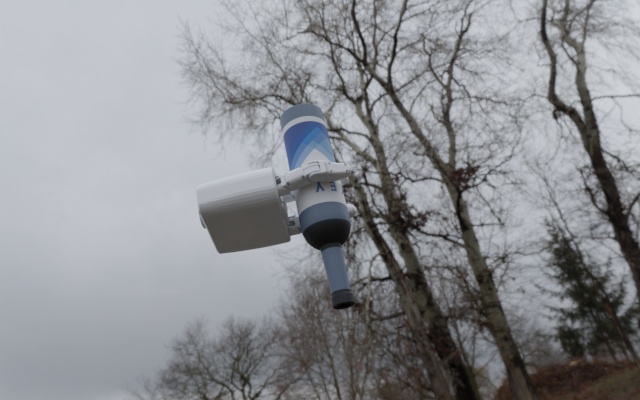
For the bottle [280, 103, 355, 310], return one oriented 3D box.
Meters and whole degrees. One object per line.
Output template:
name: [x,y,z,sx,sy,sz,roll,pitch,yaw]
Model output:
bottle: [0.000,0.002,0.650,0.069,0.295,0.069,-10,-28,-5]
